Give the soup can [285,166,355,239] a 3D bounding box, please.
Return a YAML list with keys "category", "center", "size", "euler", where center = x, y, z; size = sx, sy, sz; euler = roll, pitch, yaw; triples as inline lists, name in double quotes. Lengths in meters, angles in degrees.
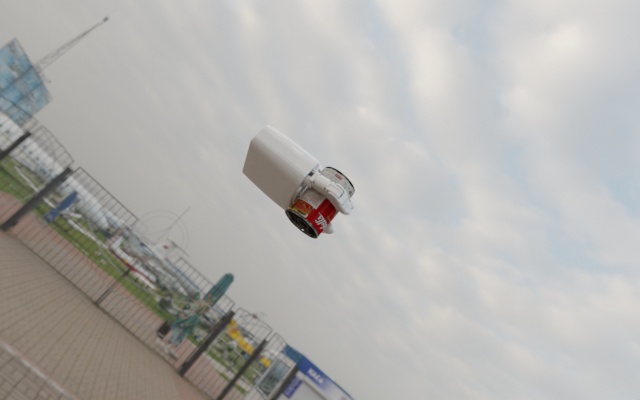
- category: "soup can"
  center: [0.001, 0.003, 0.780]
  size: [0.068, 0.102, 0.068]
  euler: [36, -19, 15]
